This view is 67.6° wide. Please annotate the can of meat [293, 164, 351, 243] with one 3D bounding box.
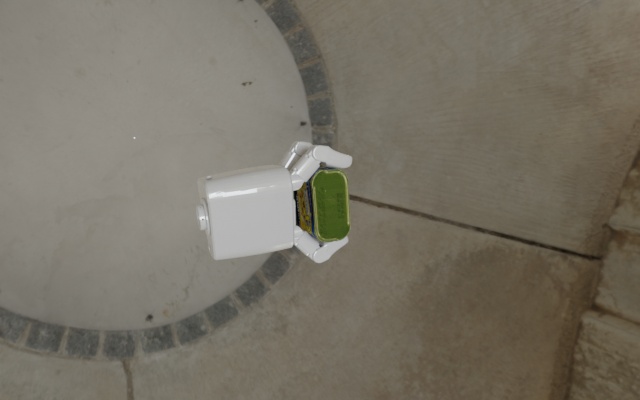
[{"bbox_3d":[0.000,0.002,0.657,0.057,0.102,0.084,-8,10,-20],"label":"can of meat"}]
